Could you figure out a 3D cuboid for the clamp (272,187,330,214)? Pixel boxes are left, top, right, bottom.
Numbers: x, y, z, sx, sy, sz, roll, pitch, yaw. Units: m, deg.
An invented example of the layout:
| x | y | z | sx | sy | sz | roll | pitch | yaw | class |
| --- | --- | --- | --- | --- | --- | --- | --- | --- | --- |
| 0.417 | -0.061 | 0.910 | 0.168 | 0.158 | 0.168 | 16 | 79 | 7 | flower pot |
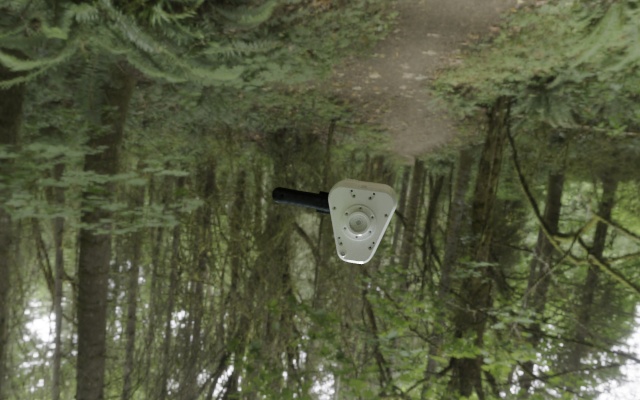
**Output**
| x | y | z | sx | sy | sz | roll | pitch | yaw | class |
| --- | --- | --- | --- | --- | --- | --- | --- | --- | --- |
| 0.000 | 0.003 | 0.783 | 0.171 | 0.039 | 0.120 | 8 | 6 | 7 | clamp |
